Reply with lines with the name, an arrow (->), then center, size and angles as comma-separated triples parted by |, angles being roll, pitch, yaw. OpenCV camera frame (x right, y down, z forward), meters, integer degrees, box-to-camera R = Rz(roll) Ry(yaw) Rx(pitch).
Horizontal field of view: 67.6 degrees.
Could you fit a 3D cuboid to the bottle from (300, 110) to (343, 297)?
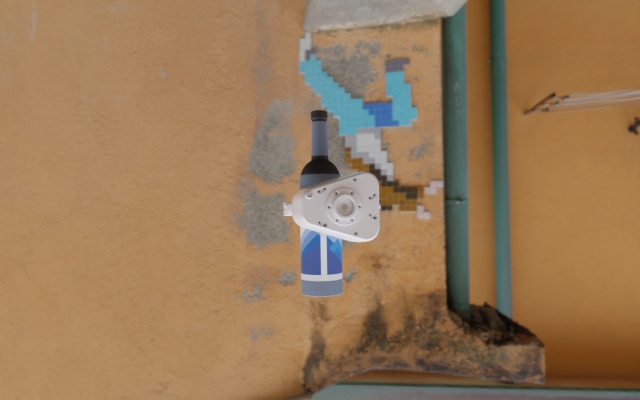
bottle -> 0.000, 0.003, 0.774 | 0.069, 0.295, 0.069 | -1, -1, 0
